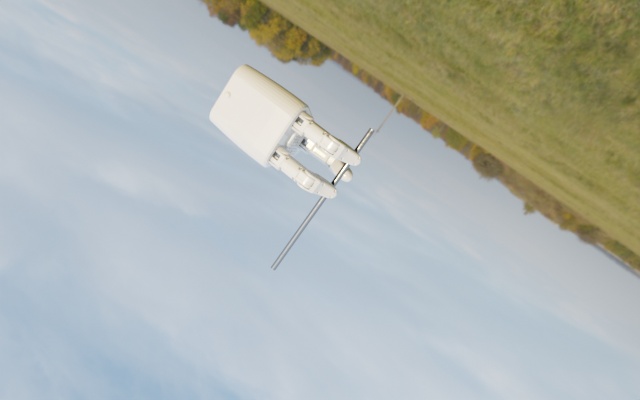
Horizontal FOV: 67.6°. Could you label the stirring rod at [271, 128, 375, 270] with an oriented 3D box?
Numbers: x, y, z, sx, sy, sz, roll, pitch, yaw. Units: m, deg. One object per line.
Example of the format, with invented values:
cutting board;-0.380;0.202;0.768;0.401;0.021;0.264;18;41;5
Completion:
stirring rod;0.000;0.002;0.653;0.011;0.239;0.011;33;14;-9
